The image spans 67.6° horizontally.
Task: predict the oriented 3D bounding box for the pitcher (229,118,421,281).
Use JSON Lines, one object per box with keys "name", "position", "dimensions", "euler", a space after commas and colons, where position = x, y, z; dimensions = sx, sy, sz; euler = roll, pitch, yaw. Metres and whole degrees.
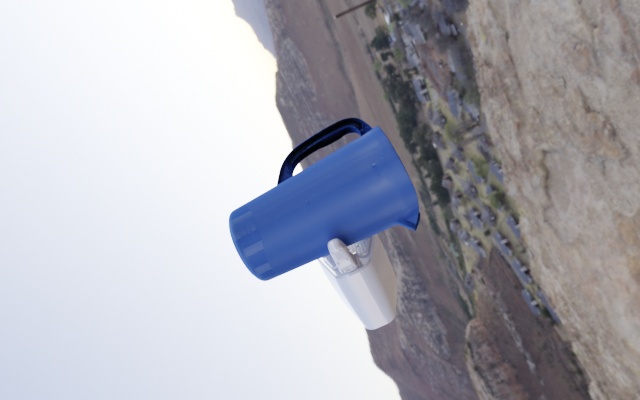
{"name": "pitcher", "position": [0.000, 0.002, 0.650], "dimensions": [0.243, 0.145, 0.149], "euler": [-27, 23, 4]}
